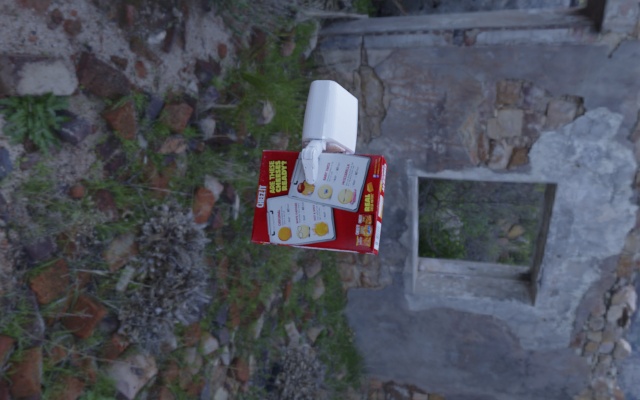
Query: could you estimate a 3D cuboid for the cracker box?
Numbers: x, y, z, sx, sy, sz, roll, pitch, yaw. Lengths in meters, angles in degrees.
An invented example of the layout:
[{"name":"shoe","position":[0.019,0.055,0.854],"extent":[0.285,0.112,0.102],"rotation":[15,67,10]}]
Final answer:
[{"name":"cracker box","position":[0.000,0.003,0.825],"extent":[0.213,0.164,0.072],"rotation":[4,-10,16]}]
